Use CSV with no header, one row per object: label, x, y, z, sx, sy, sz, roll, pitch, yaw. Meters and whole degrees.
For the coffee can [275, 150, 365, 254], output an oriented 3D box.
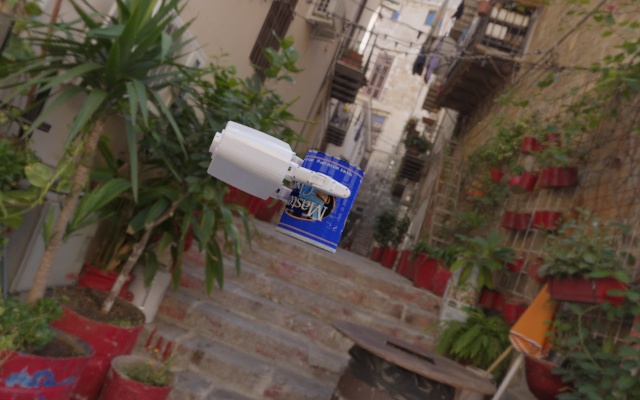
coffee can,0.000,0.003,0.772,0.103,0.140,0.103,21,-6,2
